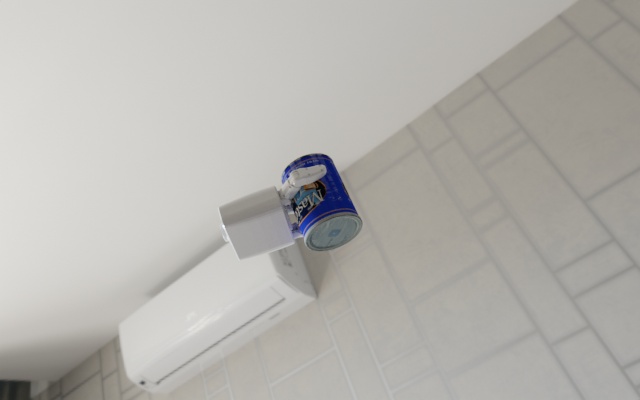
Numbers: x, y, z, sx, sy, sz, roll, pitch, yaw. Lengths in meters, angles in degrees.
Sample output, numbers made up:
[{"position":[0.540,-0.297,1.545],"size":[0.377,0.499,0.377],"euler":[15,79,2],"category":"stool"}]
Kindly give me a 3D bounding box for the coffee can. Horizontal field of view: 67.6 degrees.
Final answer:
[{"position":[0.000,0.003,0.834],"size":[0.103,0.140,0.103],"euler":[-16,-34,-11],"category":"coffee can"}]
